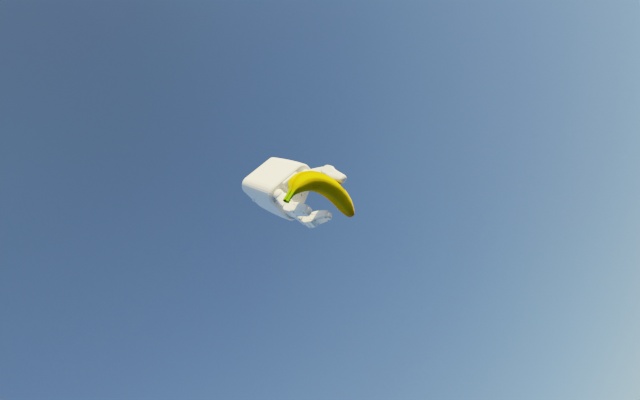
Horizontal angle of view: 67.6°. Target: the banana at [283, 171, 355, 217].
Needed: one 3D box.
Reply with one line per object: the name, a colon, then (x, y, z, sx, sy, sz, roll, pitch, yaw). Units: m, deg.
banana: (0.002, -0.016, 0.890, 0.037, 0.069, 0.198, 13, 0, 43)
